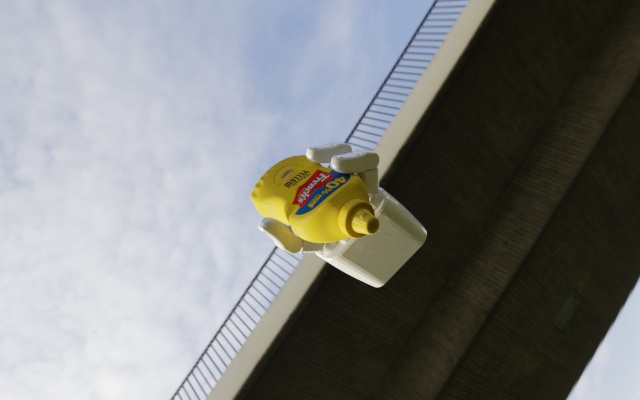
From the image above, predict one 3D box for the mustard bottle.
[{"bbox_3d":[0.000,0.002,0.554,0.096,0.058,0.191,-38,33,-19],"label":"mustard bottle"}]
